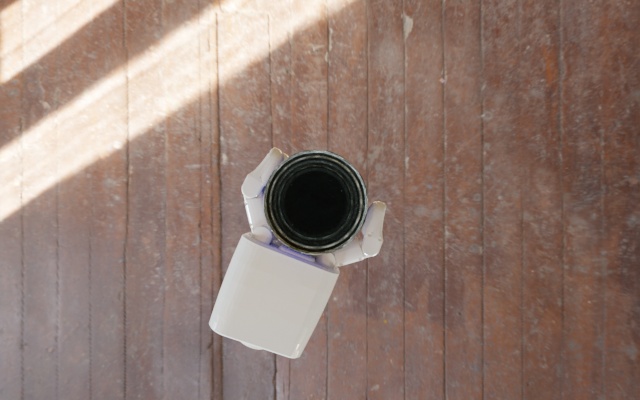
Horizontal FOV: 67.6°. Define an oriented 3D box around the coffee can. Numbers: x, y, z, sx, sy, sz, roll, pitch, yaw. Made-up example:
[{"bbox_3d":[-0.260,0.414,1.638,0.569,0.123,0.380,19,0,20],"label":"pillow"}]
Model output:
[{"bbox_3d":[0.000,0.002,0.529,0.103,0.103,0.140,0,0,4],"label":"coffee can"}]
